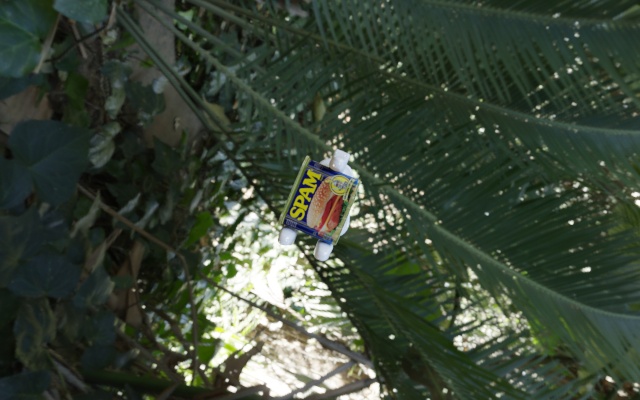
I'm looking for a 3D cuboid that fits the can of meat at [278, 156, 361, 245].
[{"bbox_3d":[0.000,0.002,0.660,0.084,0.102,0.057,23,-3,1],"label":"can of meat"}]
